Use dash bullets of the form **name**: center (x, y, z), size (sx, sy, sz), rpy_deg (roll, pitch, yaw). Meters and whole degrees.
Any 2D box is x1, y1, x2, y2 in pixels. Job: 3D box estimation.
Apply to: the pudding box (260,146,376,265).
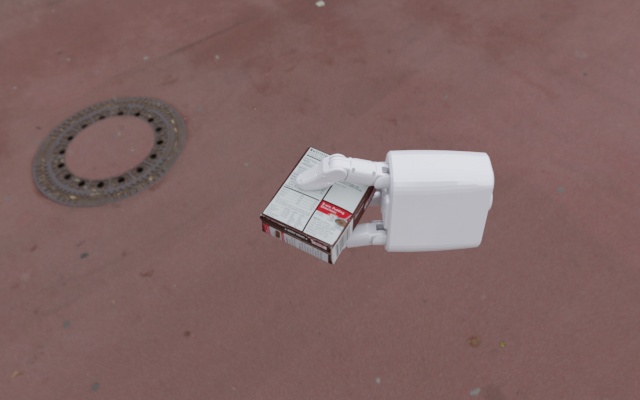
- **pudding box**: center (0.000, 0.002, 0.528), size (0.090, 0.113, 0.039), rpy_deg (24, -33, 17)
